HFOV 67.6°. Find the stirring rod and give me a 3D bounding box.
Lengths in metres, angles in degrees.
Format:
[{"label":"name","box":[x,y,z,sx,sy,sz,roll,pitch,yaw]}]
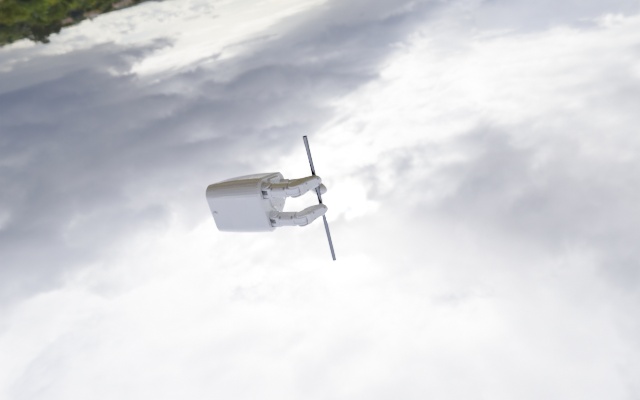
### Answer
[{"label":"stirring rod","box":[0.000,0.003,0.816,0.011,0.240,0.011,-11,26,5]}]
